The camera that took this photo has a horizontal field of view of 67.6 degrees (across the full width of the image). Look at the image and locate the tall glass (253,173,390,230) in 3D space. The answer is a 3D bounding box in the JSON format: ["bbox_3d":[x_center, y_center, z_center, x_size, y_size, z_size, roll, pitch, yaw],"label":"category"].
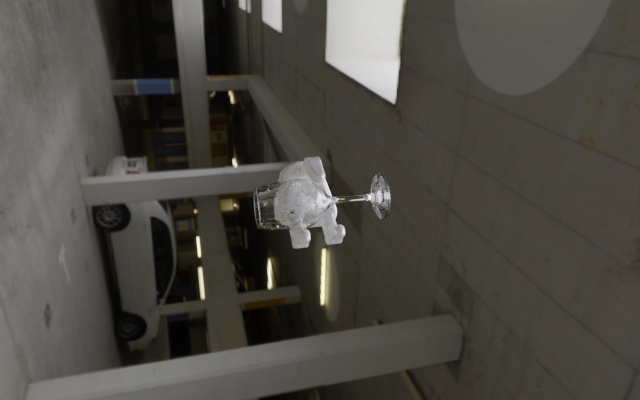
[{"bbox_3d":[0.001,0.002,0.736,0.201,0.079,0.079,-5,1,-15],"label":"tall glass"}]
